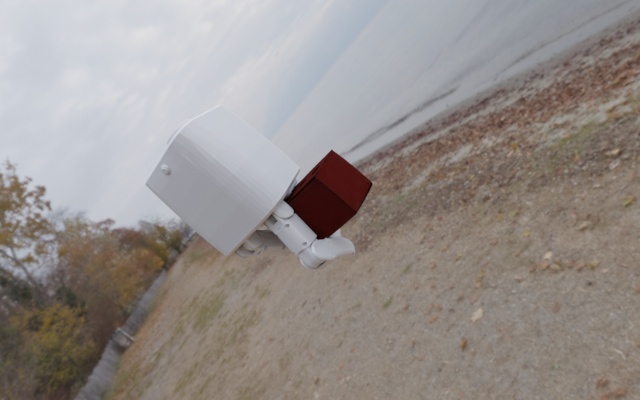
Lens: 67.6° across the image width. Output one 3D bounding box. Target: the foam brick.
[{"bbox_3d":[0.000,0.001,0.449,0.078,0.051,0.053,-43,9,37],"label":"foam brick"}]
